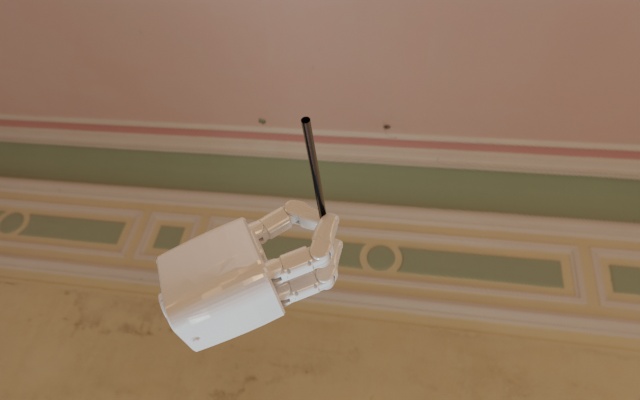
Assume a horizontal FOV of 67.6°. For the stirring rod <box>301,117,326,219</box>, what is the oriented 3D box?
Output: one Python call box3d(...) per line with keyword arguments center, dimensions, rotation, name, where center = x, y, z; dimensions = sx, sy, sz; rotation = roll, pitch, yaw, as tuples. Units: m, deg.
box3d(center=(0.000, 0.002, 0.494), dimensions=(0.011, 0.011, 0.240), rotation=(0, -35, 7), name="stirring rod")
